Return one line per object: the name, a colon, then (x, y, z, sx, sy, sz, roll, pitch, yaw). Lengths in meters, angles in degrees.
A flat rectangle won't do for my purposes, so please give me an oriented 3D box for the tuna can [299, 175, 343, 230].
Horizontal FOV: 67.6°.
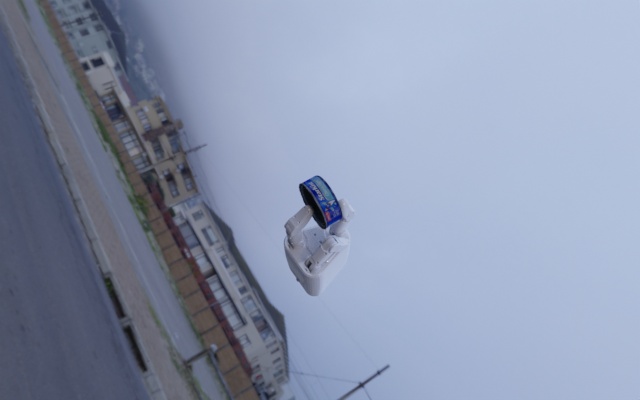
tuna can: (0.001, 0.002, 0.779, 0.034, 0.086, 0.086, -29, 7, -13)
